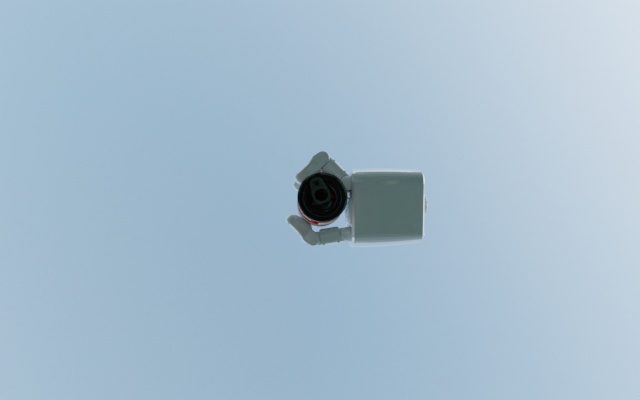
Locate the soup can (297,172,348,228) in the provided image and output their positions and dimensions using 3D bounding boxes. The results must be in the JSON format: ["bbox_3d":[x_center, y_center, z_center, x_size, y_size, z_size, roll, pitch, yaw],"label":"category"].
[{"bbox_3d":[0.000,0.002,0.688,0.068,0.068,0.102,0,-8,-3],"label":"soup can"}]
